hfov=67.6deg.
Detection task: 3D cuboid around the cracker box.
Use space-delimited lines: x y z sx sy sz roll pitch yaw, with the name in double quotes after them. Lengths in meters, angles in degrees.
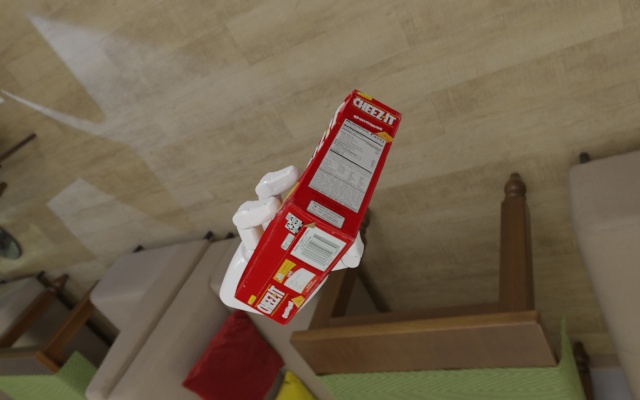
0.000 0.002 0.512 0.072 0.213 0.164 30 -47 -3 "cracker box"
